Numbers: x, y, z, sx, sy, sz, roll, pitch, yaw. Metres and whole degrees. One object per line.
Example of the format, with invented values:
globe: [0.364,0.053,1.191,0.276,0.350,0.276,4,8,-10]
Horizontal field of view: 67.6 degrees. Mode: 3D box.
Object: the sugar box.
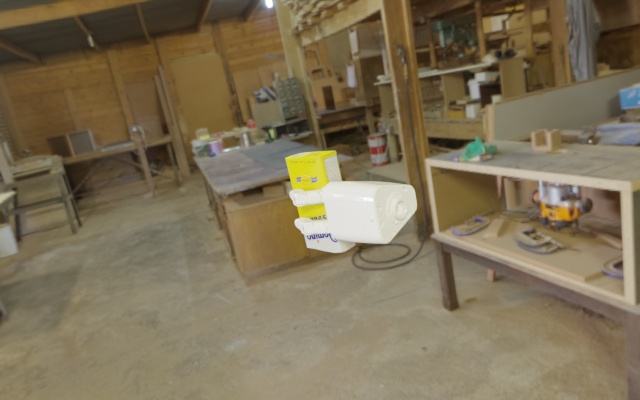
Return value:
sugar box: [0.000,0.003,0.843,0.093,0.176,0.048,3,20,46]
